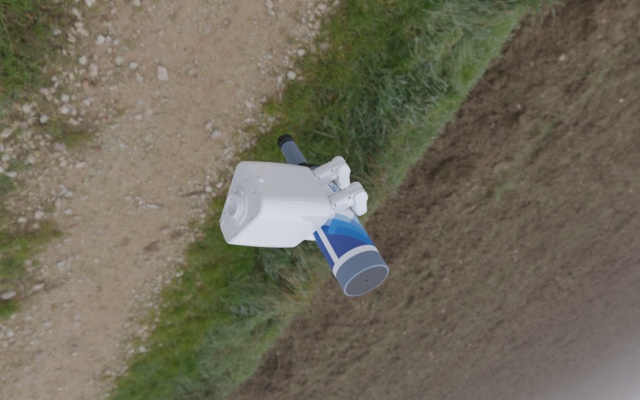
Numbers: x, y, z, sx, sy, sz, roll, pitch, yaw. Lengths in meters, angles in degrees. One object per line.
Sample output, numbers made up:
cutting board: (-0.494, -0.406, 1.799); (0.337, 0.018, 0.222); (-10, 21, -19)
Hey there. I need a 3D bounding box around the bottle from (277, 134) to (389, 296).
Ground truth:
bottle: (0.000, 0.003, 0.708); (0.069, 0.295, 0.069); (-19, -37, -15)
